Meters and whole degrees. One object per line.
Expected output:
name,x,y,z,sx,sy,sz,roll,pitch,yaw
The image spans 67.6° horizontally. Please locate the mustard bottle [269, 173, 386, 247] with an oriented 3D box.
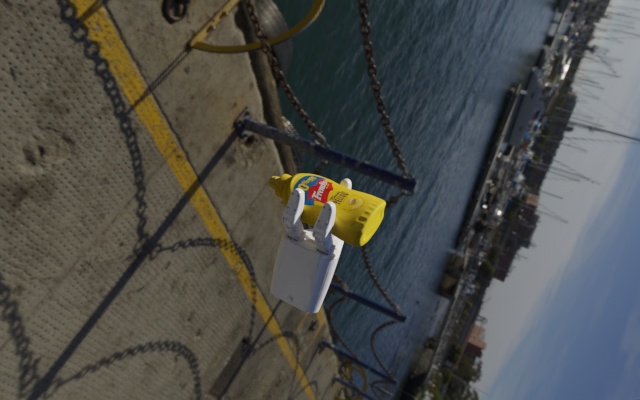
mustard bottle,0.000,0.002,0.764,0.191,0.058,0.096,23,43,21
